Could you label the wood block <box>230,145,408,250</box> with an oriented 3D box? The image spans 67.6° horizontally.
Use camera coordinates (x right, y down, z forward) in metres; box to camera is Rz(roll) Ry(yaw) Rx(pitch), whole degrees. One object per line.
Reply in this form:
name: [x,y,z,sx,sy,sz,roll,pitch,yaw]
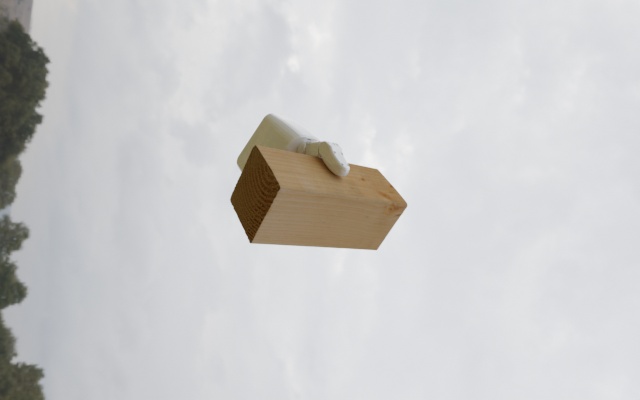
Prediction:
wood block: [0.000,0.002,0.635,0.206,0.091,0.090,7,35,-36]
